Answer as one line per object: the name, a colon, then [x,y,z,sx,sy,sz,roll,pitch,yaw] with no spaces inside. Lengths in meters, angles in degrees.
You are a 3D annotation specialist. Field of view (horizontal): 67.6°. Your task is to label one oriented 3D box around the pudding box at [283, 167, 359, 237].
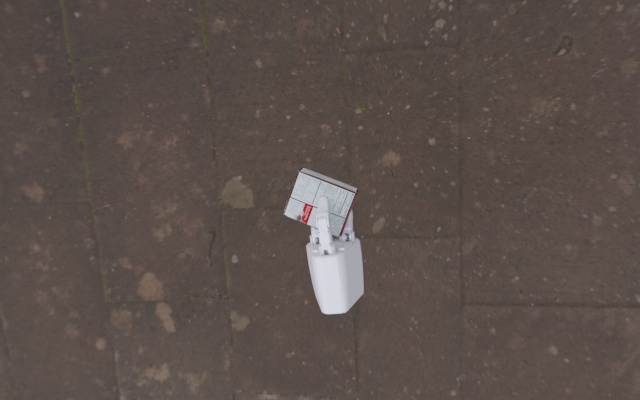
pudding box: [0.000,0.003,0.846,0.113,0.090,0.039,21,14,3]
